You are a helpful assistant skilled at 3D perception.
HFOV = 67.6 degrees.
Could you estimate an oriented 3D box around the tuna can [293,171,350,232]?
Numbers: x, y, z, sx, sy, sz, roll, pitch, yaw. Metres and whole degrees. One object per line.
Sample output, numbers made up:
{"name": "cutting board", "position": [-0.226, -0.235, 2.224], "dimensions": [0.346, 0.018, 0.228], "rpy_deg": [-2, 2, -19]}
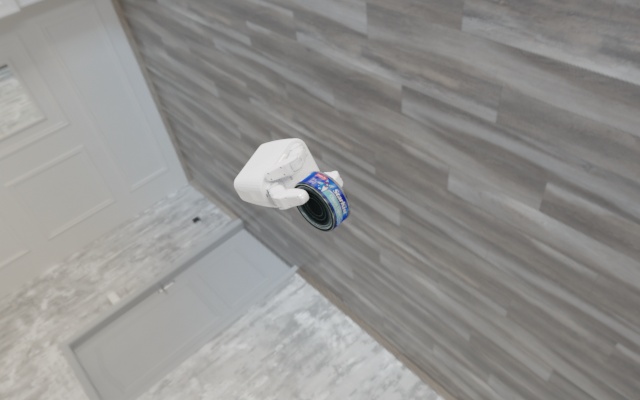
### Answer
{"name": "tuna can", "position": [0.000, 0.003, 0.689], "dimensions": [0.033, 0.086, 0.086], "rpy_deg": [-38, 22, -30]}
